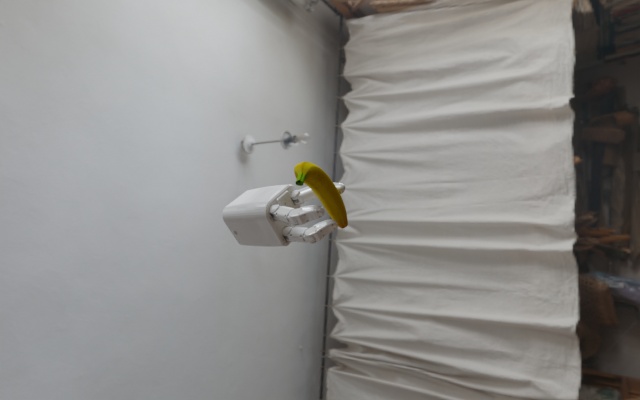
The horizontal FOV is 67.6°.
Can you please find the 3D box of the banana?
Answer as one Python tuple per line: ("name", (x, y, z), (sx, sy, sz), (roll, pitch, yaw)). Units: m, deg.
("banana", (0.000, -0.016, 0.816), (0.037, 0.069, 0.198), (-8, -27, 25))
